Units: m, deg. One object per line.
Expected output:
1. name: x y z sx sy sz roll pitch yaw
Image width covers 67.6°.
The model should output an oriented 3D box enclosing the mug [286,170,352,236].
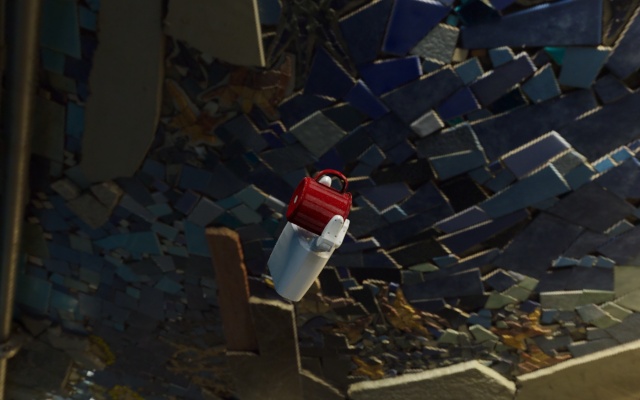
1. mug: 0.001 0.001 0.793 0.081 0.117 0.093 25 18 -13
